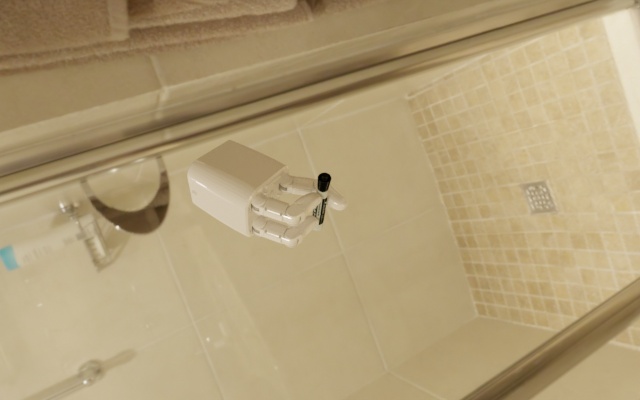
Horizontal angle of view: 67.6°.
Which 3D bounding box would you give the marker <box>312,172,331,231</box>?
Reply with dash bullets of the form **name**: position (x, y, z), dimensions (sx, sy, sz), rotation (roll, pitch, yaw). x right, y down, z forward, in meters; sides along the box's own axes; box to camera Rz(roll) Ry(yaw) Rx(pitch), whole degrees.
- **marker**: position (0.000, 0.002, 0.688), dimensions (0.020, 0.020, 0.121), rotation (0, -38, -7)
